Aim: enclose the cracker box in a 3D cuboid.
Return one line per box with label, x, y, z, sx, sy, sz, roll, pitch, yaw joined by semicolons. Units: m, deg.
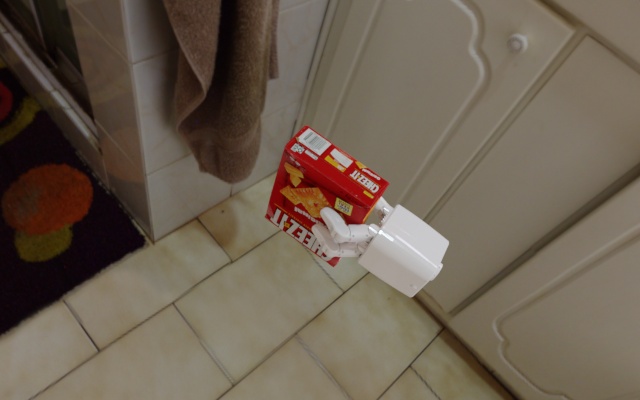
cracker box;0.000;0.002;0.805;0.164;0.072;0.214;36;-35;8
